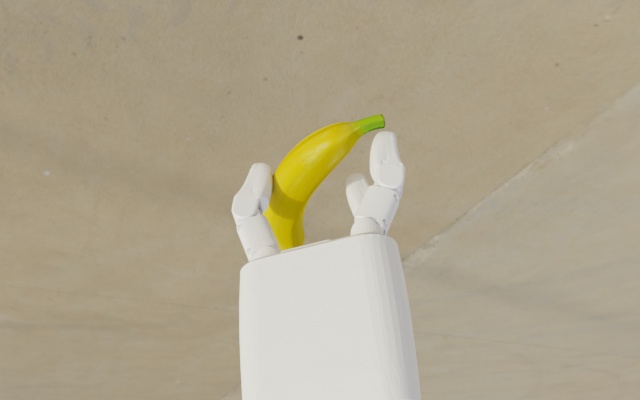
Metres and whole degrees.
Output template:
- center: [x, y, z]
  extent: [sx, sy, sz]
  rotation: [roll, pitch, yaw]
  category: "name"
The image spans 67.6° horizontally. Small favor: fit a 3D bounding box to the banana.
- center: [-0.016, -0.003, 0.423]
  extent: [0.069, 0.037, 0.198]
  rotation: [8, -38, -23]
  category: "banana"
